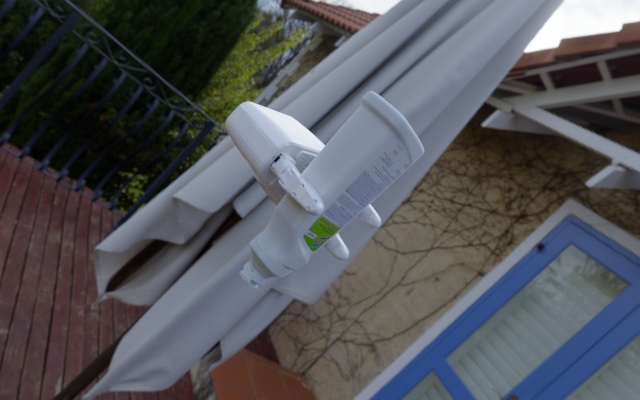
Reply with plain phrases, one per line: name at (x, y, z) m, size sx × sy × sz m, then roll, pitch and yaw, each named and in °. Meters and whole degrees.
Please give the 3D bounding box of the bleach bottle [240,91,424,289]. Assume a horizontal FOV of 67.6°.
bleach bottle at (0.000, 0.002, 0.539) m, size 0.068 × 0.251 × 0.103 m, roll 49°, pitch 6°, yaw 34°
